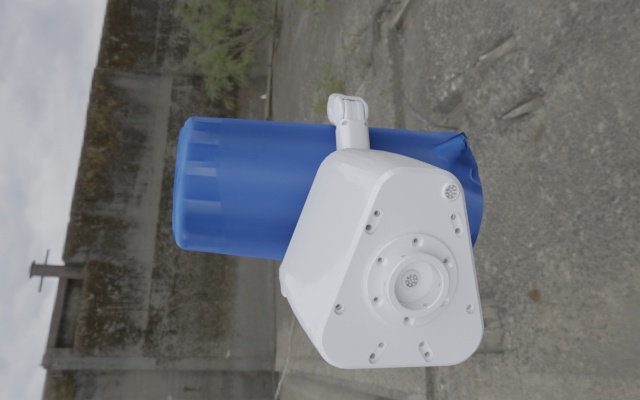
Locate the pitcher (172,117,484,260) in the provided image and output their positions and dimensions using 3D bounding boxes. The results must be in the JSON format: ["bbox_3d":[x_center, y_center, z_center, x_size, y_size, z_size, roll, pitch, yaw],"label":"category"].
[{"bbox_3d":[0.000,0.001,0.421,0.243,0.149,0.145,5,8,-14],"label":"pitcher"}]
